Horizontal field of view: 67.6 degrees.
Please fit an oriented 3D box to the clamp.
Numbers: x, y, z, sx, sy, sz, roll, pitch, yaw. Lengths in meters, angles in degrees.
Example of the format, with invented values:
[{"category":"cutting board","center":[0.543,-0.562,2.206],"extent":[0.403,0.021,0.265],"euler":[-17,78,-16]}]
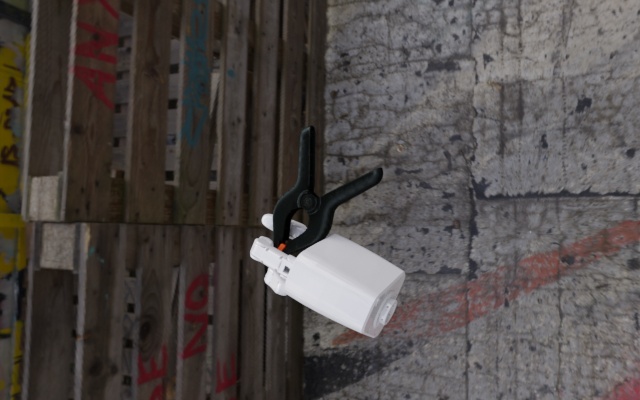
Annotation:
[{"category":"clamp","center":[0.000,0.002,0.606],"extent":[0.120,0.171,0.039],"euler":[25,7,23]}]
